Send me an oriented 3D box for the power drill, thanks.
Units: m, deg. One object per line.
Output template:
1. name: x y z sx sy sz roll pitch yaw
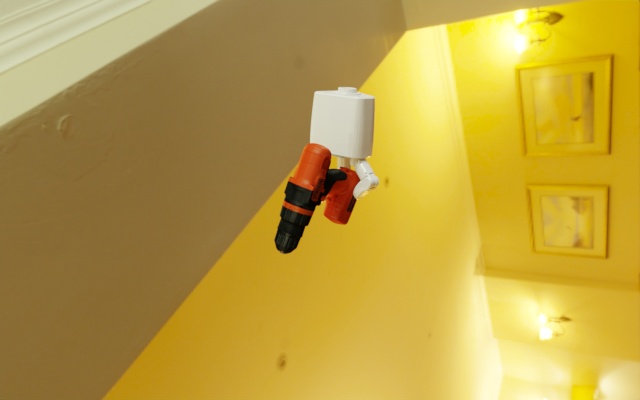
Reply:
1. power drill: 0.000 0.002 0.822 0.057 0.184 0.187 24 7 24
